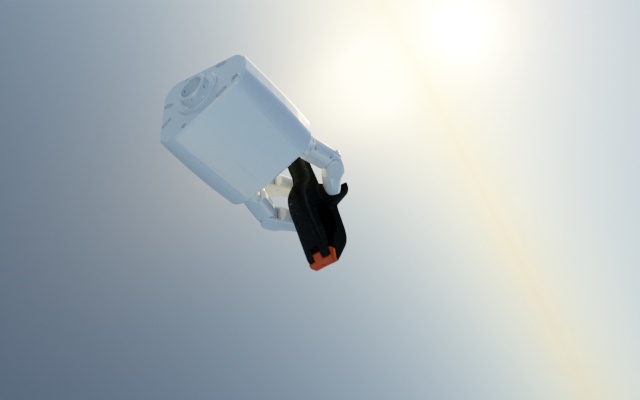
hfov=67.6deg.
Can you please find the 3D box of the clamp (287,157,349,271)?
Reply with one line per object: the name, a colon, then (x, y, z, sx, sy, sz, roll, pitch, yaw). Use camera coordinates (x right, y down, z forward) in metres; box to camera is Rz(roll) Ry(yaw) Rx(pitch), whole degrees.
clamp: (0.001, 0.002, 0.579, 0.036, 0.209, 0.165, -30, -45, 19)
